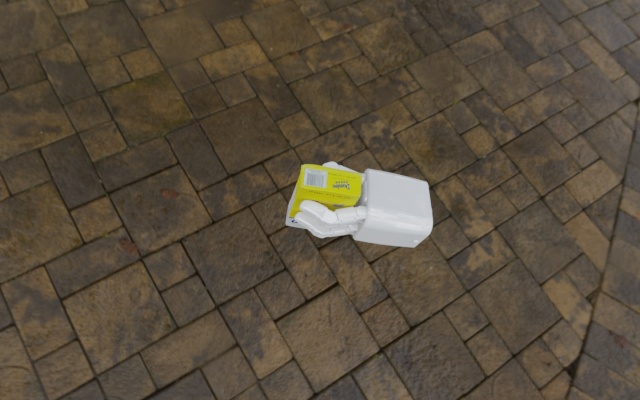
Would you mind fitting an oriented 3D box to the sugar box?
[{"bbox_3d":[0.000,0.003,0.776,0.093,0.048,0.176,10,-25,-7],"label":"sugar box"}]
